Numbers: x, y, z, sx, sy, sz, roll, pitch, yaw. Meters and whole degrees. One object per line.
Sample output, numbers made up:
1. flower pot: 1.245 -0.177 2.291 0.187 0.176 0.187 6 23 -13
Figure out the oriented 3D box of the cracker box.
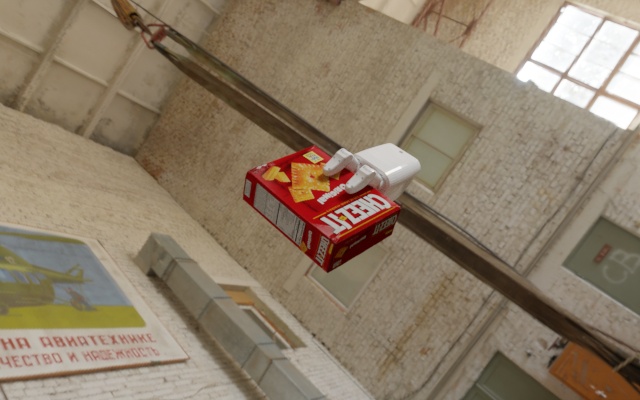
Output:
1. cracker box: 0.000 0.003 0.802 0.164 0.072 0.213 -25 51 -39
